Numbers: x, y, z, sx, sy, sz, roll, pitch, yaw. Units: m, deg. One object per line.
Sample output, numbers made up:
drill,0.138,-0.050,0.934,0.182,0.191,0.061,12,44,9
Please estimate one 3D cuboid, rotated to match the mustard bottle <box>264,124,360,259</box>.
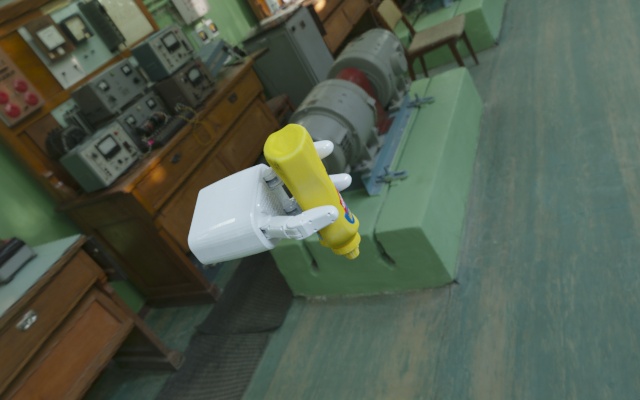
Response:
mustard bottle,0.000,0.002,0.598,0.058,0.192,0.096,-30,28,1
